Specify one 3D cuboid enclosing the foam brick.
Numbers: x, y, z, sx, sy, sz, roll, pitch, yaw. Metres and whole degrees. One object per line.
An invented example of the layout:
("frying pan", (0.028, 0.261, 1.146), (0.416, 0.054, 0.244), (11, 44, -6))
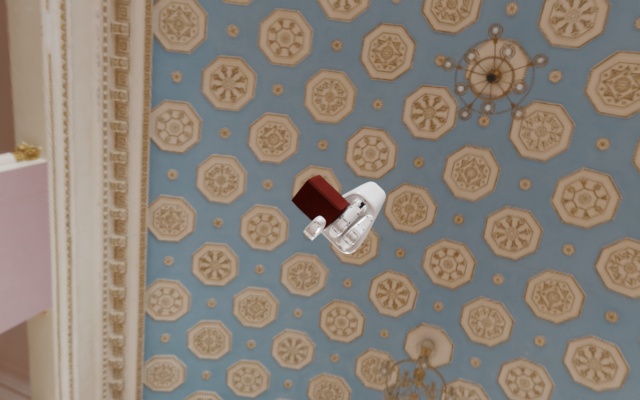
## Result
("foam brick", (0.000, 0.002, 0.822), (0.053, 0.078, 0.051), (-48, -6, 26))
